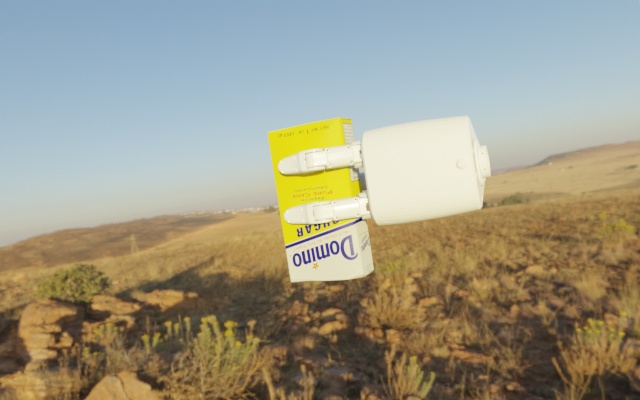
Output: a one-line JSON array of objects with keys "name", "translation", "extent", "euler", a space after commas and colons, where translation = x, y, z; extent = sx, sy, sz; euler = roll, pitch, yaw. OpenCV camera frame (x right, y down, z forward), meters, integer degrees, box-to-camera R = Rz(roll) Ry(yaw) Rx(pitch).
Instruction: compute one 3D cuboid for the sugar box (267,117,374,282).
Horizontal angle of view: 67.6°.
[{"name": "sugar box", "translation": [0.000, 0.002, 0.543], "extent": [0.093, 0.176, 0.048], "euler": [-8, 1, 24]}]
